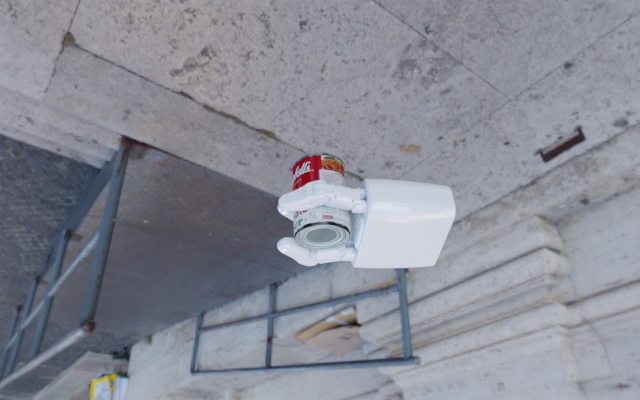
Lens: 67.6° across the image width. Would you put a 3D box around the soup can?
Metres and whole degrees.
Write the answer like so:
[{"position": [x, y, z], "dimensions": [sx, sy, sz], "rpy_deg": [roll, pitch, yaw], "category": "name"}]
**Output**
[{"position": [0.000, 0.002, 0.584], "dimensions": [0.068, 0.102, 0.068], "rpy_deg": [-2, -32, -1], "category": "soup can"}]
